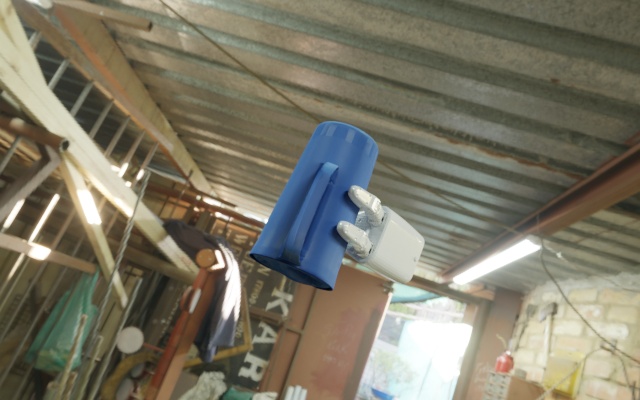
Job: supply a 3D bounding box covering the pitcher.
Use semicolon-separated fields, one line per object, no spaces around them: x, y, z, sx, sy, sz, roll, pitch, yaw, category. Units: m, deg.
0.000;0.002;0.720;0.145;0.242;0.149;35;-20;-36;pitcher
